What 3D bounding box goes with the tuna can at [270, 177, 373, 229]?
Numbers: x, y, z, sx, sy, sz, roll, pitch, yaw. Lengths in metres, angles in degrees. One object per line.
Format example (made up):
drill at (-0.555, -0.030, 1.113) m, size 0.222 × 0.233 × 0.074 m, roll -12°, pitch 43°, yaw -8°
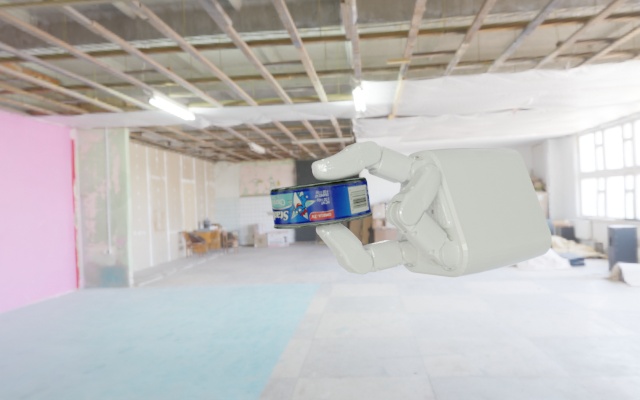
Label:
tuna can at (0.000, 0.001, 0.411) m, size 0.086 × 0.034 × 0.086 m, roll -7°, pitch 3°, yaw 0°
